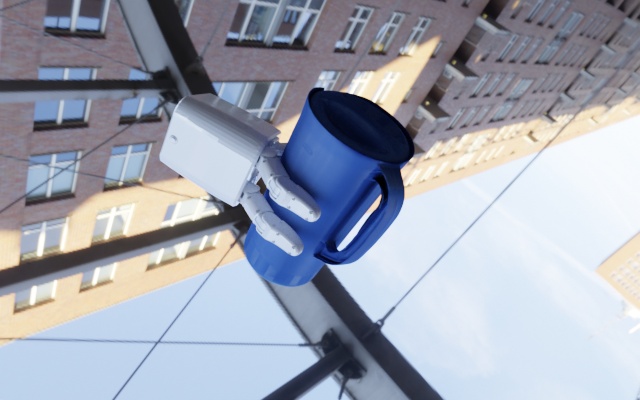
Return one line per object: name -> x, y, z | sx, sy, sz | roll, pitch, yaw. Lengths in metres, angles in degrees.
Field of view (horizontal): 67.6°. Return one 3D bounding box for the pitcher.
pitcher -> 0.000, 0.002, 0.576 | 0.145, 0.243, 0.149 | 30, 35, -2
